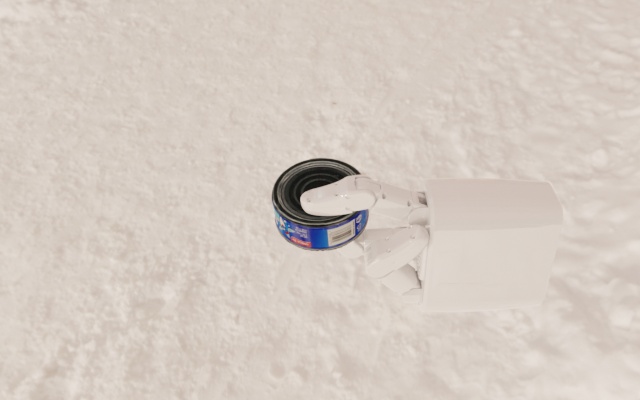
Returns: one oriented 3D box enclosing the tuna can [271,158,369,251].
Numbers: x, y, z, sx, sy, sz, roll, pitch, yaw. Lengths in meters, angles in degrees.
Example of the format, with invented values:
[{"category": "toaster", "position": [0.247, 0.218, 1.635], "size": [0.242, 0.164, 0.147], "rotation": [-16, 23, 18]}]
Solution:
[{"category": "tuna can", "position": [0.000, 0.001, 0.423], "size": [0.086, 0.086, 0.034], "rotation": [0, -44, 5]}]
